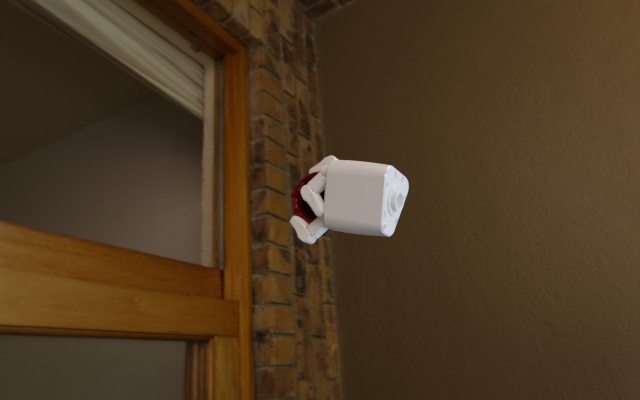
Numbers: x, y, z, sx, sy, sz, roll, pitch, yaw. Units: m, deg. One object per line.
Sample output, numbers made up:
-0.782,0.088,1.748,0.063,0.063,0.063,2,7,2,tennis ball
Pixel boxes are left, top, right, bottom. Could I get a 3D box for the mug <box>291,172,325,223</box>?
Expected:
-0.001,0.003,0.872,0.117,0.093,0.081,9,-11,35,mug
